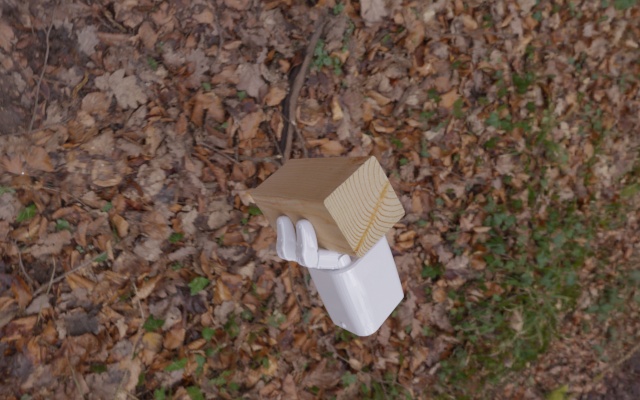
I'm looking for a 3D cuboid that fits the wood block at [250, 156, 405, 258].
[{"bbox_3d":[0.001,0.002,0.645,0.090,0.090,0.206,-42,23,-23],"label":"wood block"}]
